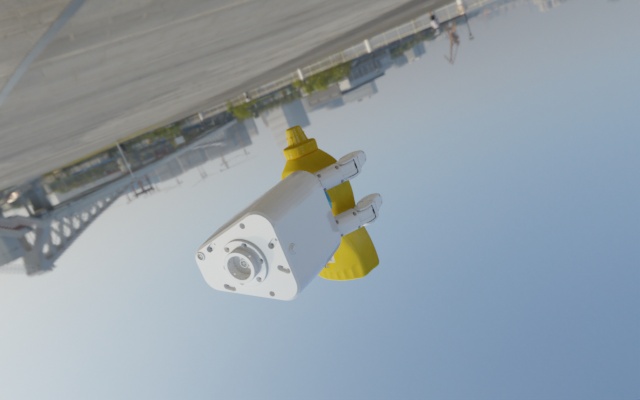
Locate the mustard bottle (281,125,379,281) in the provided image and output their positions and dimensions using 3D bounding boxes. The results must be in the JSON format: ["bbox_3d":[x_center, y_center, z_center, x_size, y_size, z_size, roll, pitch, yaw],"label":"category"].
[{"bbox_3d":[0.000,0.002,0.580,0.058,0.192,0.096,-32,17,-36],"label":"mustard bottle"}]
